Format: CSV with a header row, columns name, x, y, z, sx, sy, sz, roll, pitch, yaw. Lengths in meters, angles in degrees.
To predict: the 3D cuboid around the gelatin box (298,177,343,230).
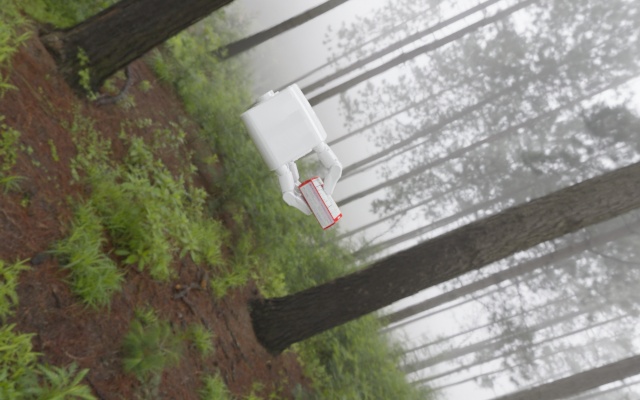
name,x,y,z,sx,sy,sz,roll,pitch,yaw
gelatin box,0.001,0.003,0.842,0.030,0.089,0.073,-31,0,13
